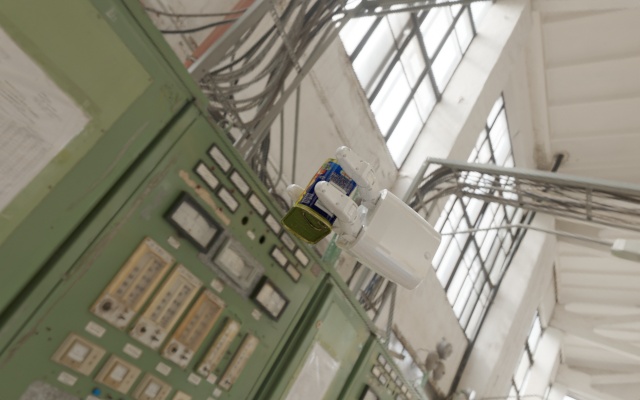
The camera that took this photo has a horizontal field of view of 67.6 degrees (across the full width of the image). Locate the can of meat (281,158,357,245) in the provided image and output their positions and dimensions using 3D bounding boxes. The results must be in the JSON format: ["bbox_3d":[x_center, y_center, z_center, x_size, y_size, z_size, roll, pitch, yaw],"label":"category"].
[{"bbox_3d":[0.000,0.002,0.630,0.057,0.084,0.102,35,-23,-5],"label":"can of meat"}]
